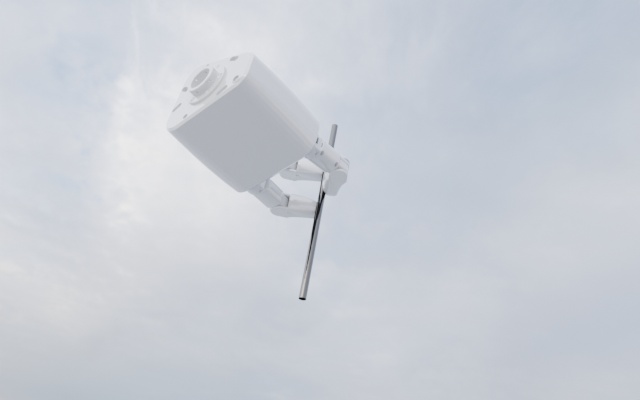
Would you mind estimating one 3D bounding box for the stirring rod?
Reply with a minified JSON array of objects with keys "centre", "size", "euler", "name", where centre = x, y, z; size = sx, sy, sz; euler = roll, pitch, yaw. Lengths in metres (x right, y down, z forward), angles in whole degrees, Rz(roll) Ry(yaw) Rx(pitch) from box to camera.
[{"centre":[0.000,0.002,0.552],"size":[0.011,0.239,0.011],"euler":[7,-34,5],"name":"stirring rod"}]
